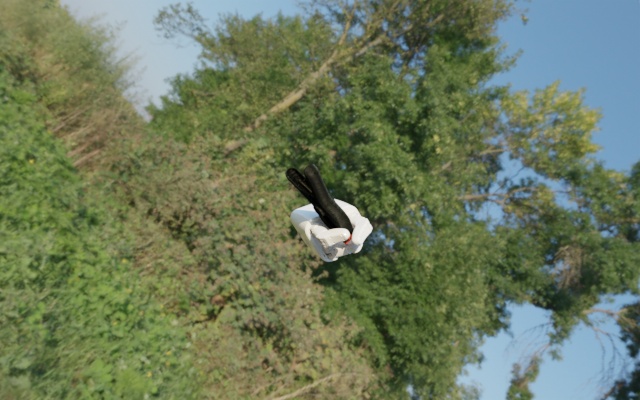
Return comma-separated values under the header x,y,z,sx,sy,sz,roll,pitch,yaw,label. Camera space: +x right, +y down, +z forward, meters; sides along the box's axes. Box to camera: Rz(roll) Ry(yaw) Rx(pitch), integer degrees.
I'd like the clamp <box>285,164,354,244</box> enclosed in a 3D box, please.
x,y,z,sx,sy,sz,roll,pitch,yaw,label
0.001,0.003,0.858,0.039,0.171,0.120,-36,22,-12,clamp
